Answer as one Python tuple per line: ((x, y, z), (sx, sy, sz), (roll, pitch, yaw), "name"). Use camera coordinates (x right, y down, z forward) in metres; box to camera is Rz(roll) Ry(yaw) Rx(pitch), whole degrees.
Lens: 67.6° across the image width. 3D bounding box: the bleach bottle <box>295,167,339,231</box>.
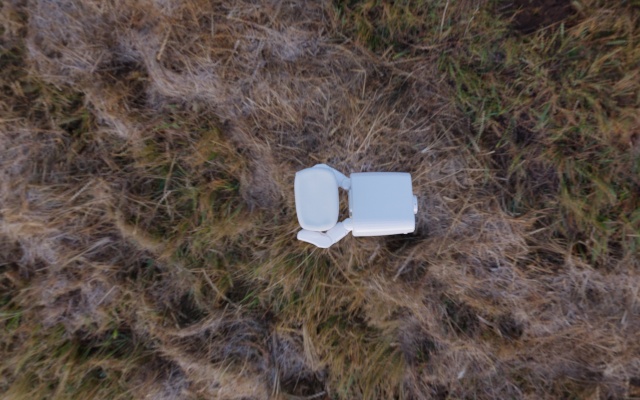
((0.000, 0.003, 0.863), (0.068, 0.102, 0.251), (-3, -2, 3), "bleach bottle")
